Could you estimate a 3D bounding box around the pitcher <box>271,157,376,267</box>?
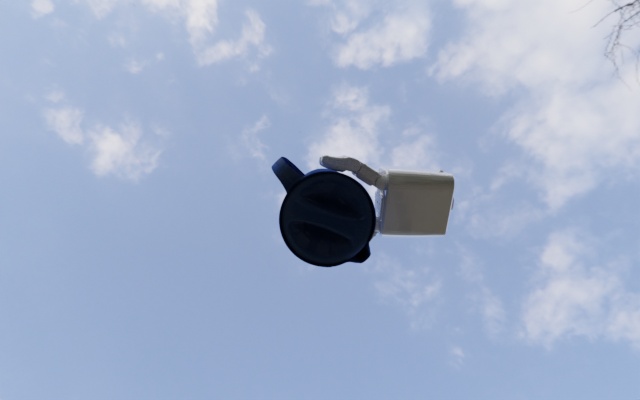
[{"bbox_3d":[0.000,0.003,0.760,0.145,0.149,0.243,0,8,-2],"label":"pitcher"}]
